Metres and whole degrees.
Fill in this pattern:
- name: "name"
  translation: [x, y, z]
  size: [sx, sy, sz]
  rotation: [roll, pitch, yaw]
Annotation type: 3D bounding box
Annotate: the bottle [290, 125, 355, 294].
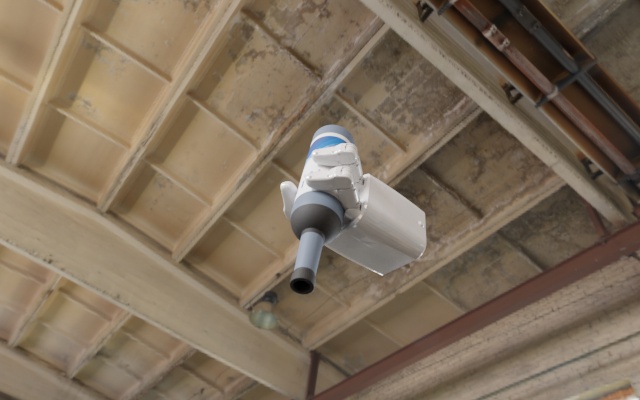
- name: "bottle"
  translation: [0.000, 0.002, 0.631]
  size: [0.069, 0.069, 0.295]
  rotation: [0, 38, 10]
